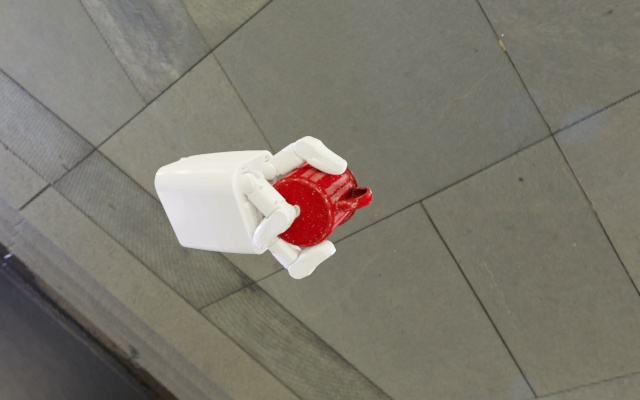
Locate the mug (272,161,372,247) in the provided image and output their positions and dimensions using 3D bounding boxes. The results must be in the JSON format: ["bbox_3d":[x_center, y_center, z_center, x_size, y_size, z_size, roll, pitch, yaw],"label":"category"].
[{"bbox_3d":[0.001,0.002,0.539,0.117,0.093,0.081,-1,18,22],"label":"mug"}]
